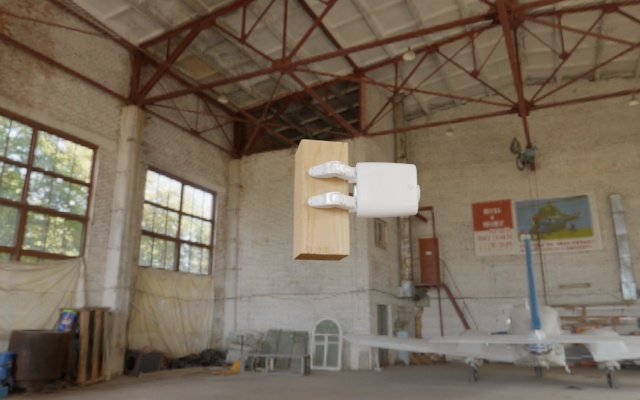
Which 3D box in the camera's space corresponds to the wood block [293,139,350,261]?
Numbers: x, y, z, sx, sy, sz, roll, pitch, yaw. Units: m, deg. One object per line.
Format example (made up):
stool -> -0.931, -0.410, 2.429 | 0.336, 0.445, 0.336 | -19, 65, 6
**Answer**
wood block -> 0.000, 0.003, 0.882 | 0.090, 0.206, 0.091 | 3, -15, -10
